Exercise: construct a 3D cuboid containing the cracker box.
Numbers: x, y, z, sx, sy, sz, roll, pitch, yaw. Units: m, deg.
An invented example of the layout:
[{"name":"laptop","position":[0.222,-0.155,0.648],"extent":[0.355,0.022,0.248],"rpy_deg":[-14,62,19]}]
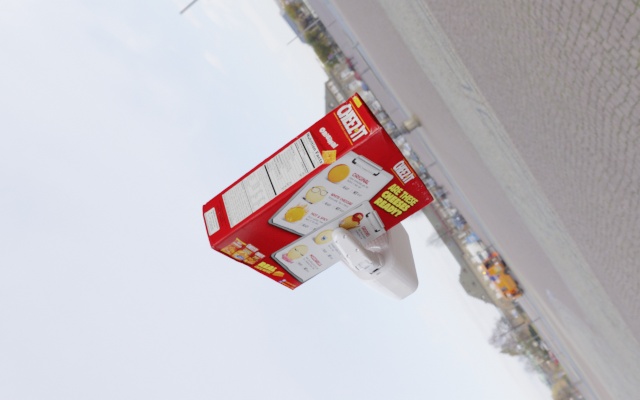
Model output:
[{"name":"cracker box","position":[0.000,0.002,0.545],"extent":[0.214,0.072,0.164],"rpy_deg":[-35,-38,12]}]
